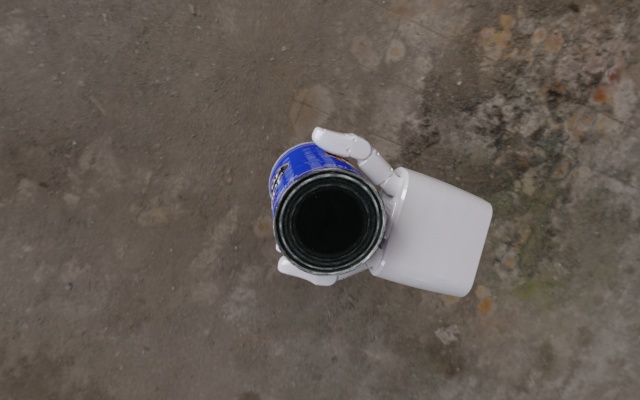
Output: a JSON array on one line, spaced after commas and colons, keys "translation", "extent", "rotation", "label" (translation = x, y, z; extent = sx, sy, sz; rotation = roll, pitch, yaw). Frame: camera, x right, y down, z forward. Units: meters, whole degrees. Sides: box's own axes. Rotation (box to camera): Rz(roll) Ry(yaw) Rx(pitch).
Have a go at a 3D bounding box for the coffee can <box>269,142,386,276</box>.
[{"translation": [0.000, 0.001, 0.490], "extent": [0.103, 0.103, 0.140], "rotation": [0, 16, -7], "label": "coffee can"}]
